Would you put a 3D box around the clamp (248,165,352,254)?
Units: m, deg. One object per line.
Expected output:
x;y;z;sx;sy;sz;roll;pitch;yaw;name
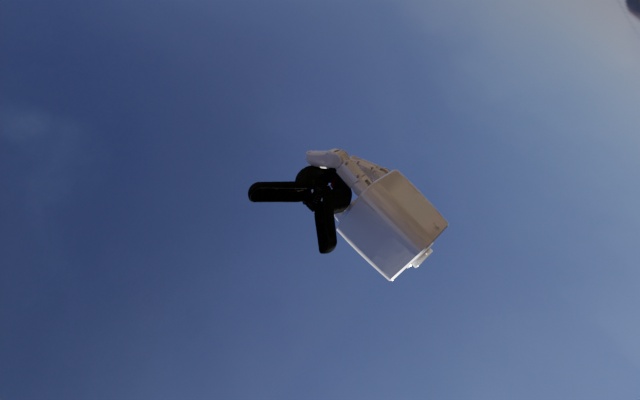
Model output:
0.000;0.002;0.604;0.171;0.120;0.039;-29;-18;-52;clamp
